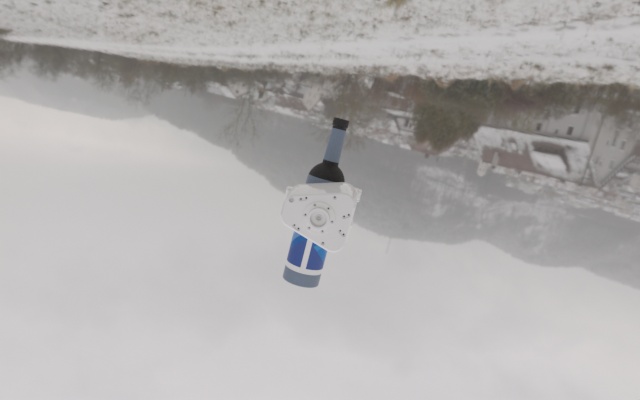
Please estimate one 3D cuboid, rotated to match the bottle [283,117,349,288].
[{"bbox_3d":[0.000,0.003,0.833,0.069,0.296,0.069,14,9,-2],"label":"bottle"}]
